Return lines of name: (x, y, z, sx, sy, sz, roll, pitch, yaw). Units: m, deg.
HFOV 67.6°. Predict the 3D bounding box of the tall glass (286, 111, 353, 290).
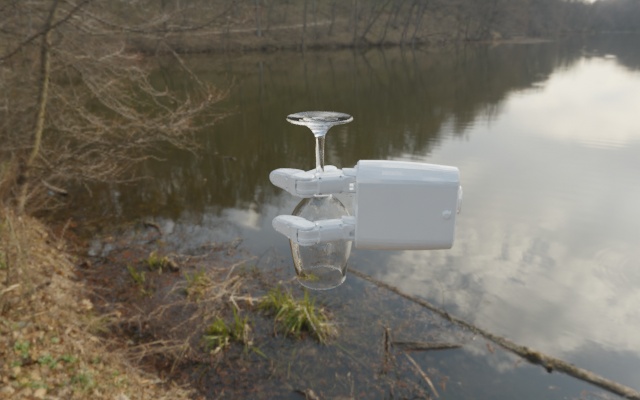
tall glass: (0.000, 0.001, 0.560, 0.079, 0.201, 0.079, 0, 20, 0)
